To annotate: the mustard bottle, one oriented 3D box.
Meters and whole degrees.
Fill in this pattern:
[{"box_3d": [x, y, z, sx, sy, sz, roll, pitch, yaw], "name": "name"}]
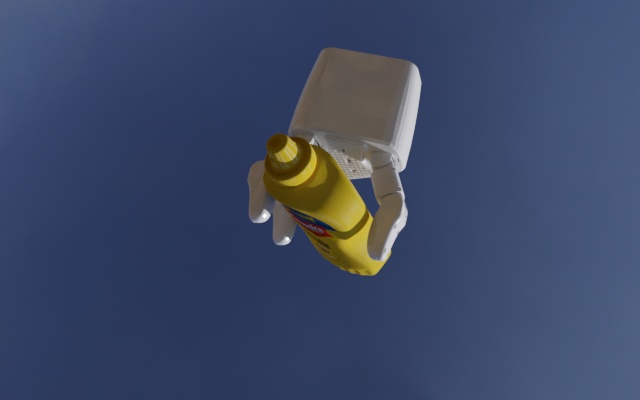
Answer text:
[{"box_3d": [0.000, 0.002, 0.431, 0.096, 0.058, 0.192, 32, -13, 33], "name": "mustard bottle"}]
